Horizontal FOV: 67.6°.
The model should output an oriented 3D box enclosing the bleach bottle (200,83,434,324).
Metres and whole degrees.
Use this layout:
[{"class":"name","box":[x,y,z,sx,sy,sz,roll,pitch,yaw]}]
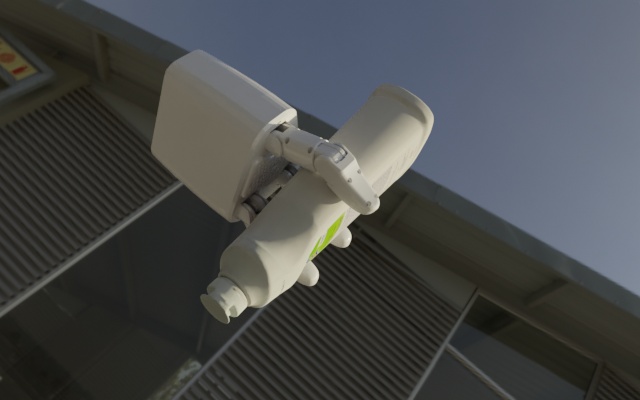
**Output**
[{"class":"bleach bottle","box":[0.000,0.001,0.406,0.068,0.103,0.250,36,54,14]}]
